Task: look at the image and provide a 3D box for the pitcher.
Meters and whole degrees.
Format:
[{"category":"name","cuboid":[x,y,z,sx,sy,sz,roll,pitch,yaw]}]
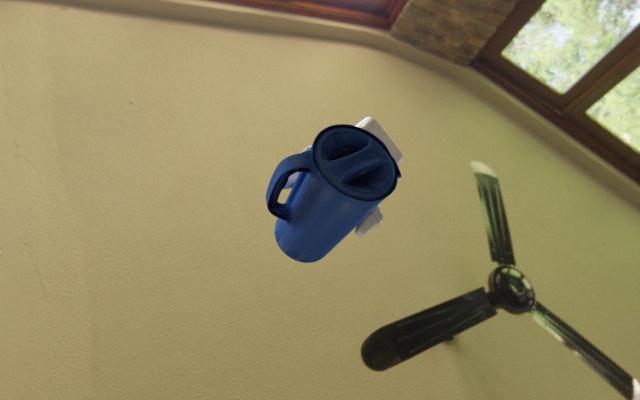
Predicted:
[{"category":"pitcher","cuboid":[0.000,0.002,0.755,0.145,0.149,0.243,-50,-3,-39]}]
